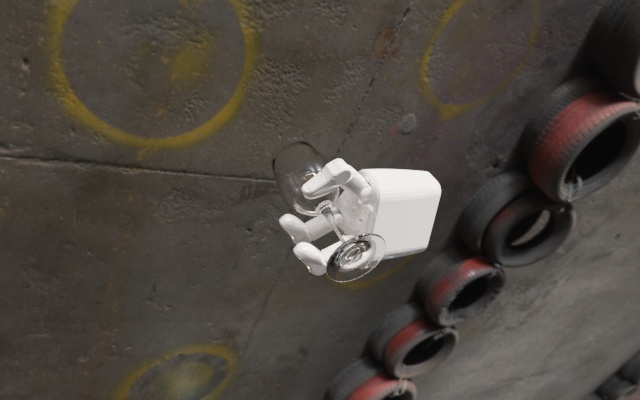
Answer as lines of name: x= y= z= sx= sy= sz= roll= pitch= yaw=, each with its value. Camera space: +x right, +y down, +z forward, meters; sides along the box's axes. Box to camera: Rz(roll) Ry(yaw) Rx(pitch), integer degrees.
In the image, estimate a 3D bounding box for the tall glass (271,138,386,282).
tall glass: x=0.000 y=0.002 z=0.593 sx=0.079 sy=0.079 sz=0.201 roll=0 pitch=39 yaw=-32
